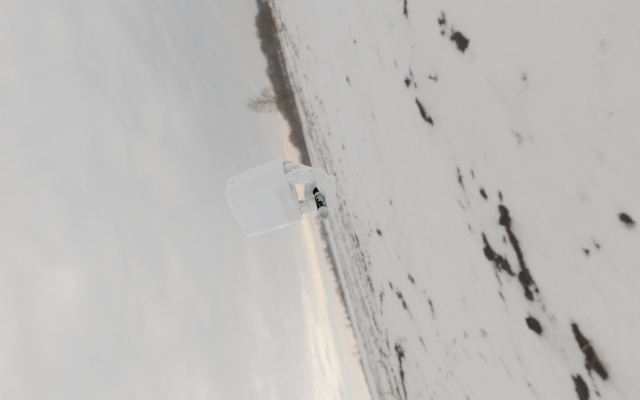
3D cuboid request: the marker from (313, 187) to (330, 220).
[{"bbox_3d":[0.000,0.003,0.813,0.020,0.020,0.121,0,20,-6],"label":"marker"}]
